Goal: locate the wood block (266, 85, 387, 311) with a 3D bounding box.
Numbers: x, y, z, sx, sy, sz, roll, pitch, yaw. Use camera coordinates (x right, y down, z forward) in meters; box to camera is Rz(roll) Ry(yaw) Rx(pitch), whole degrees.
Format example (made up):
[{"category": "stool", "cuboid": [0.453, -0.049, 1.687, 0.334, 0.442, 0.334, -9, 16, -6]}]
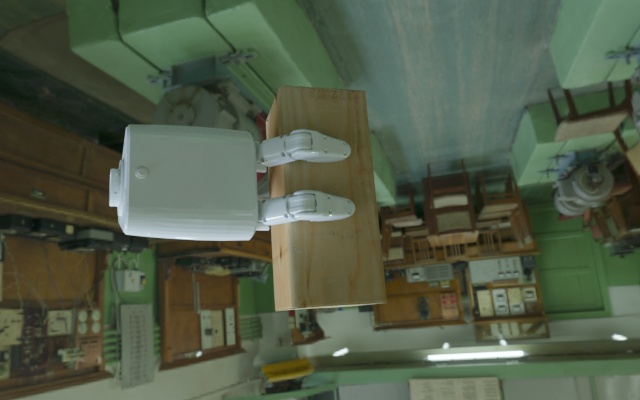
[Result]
[{"category": "wood block", "cuboid": [0.000, 0.002, 0.477, 0.090, 0.206, 0.091, 0, -14, -15]}]
